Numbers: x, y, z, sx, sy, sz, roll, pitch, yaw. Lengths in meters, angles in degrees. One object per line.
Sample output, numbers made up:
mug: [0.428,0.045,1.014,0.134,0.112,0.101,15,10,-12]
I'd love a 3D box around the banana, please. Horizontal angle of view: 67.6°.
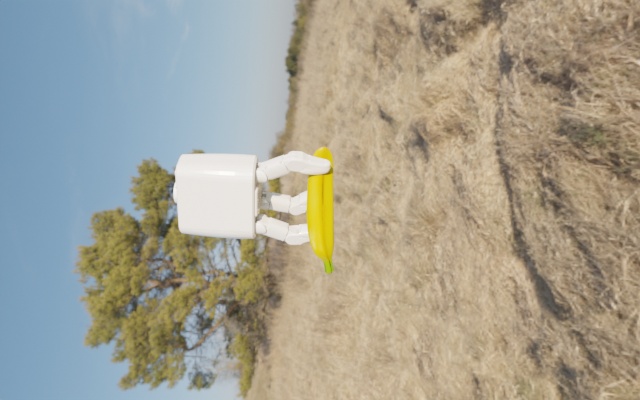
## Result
banana: [0.000,-0.003,0.665,0.037,0.197,0.070,0,-26,1]
